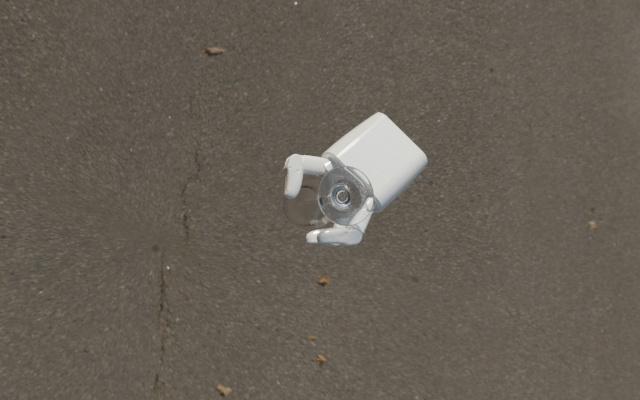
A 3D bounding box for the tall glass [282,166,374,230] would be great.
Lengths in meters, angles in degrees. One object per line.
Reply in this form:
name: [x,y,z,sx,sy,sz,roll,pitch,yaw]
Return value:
tall glass: [0.000,0.002,0.675,0.079,0.079,0.201,0,-5,-19]
